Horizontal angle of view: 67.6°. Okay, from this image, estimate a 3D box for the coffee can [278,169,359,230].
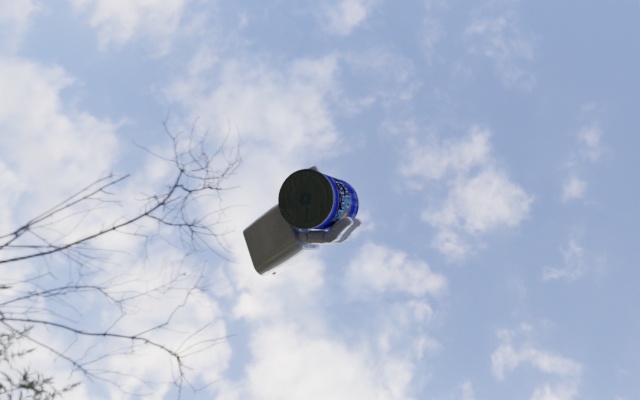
[{"bbox_3d":[0.000,0.003,0.864,0.103,0.103,0.140,0,-5,22],"label":"coffee can"}]
